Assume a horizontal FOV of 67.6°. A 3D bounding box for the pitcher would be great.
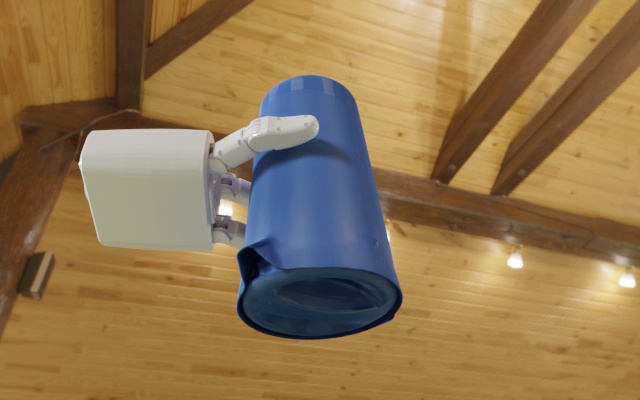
[{"bbox_3d":[0.000,0.001,0.458,0.145,0.242,0.149,0,-38,-4],"label":"pitcher"}]
